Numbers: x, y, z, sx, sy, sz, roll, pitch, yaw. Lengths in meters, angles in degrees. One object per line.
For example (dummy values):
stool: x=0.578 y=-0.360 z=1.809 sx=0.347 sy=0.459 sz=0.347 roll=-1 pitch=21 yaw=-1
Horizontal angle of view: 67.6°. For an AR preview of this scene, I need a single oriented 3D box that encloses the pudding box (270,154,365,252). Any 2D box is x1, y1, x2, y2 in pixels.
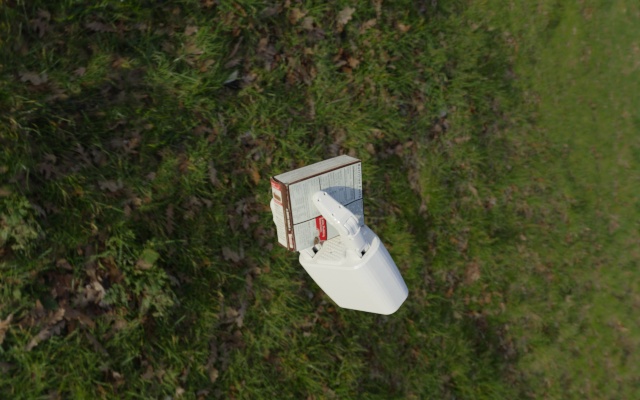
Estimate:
pudding box: x=0.000 y=0.002 z=0.576 sx=0.113 sy=0.090 sz=0.039 roll=-20 pitch=26 yaw=-33
